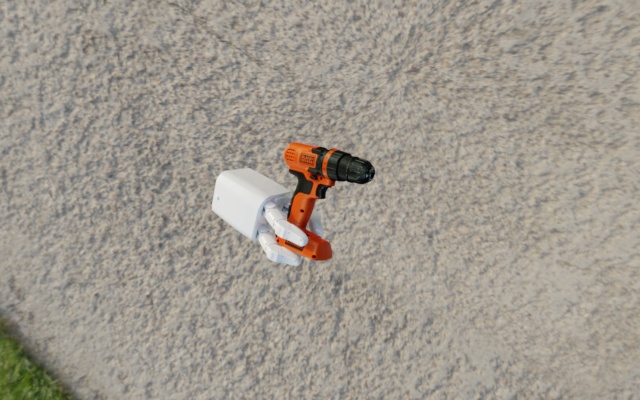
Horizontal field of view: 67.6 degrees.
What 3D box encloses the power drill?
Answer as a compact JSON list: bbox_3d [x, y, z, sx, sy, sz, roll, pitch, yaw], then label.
[{"bbox_3d":[0.000,0.003,0.812,0.184,0.187,0.057,19,10,40],"label":"power drill"}]
